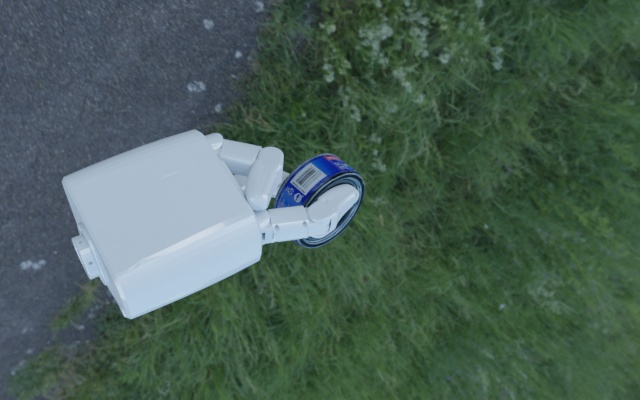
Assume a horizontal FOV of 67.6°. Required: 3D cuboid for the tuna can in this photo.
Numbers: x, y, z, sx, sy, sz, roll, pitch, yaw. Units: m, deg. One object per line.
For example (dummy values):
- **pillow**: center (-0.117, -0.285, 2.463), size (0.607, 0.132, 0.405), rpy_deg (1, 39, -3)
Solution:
- **tuna can**: center (0.000, 0.002, 0.440), size (0.033, 0.086, 0.086), rpy_deg (40, 24, 32)
